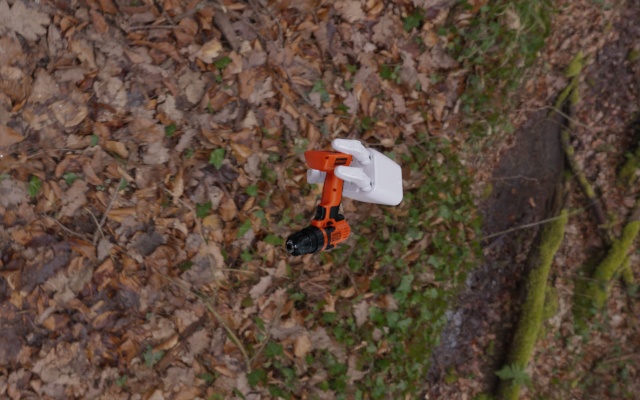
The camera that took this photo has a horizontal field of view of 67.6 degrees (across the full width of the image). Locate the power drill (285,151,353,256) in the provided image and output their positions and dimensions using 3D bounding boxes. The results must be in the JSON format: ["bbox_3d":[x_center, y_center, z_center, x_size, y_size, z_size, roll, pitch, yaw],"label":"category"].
[{"bbox_3d":[0.000,0.002,0.882,0.057,0.188,0.184,12,13,29],"label":"power drill"}]
